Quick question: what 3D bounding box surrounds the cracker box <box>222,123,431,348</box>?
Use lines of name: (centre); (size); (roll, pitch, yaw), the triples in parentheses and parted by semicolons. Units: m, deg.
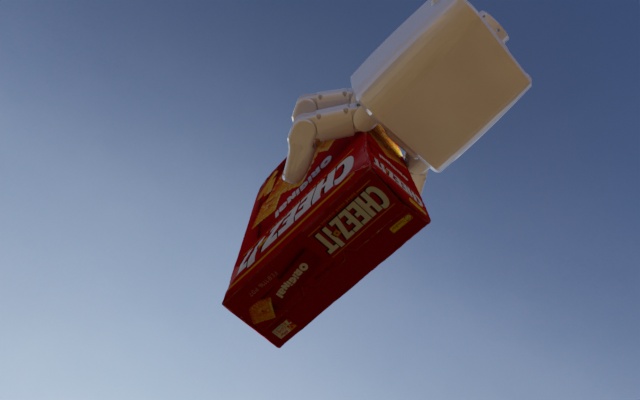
cracker box: (0.000, 0.001, 0.443); (0.072, 0.164, 0.213); (40, 20, -16)
